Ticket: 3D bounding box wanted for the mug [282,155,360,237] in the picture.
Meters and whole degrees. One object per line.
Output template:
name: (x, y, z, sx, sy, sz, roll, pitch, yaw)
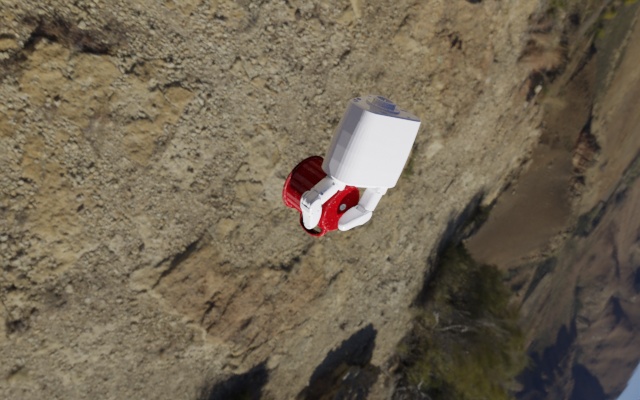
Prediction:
mug: (0.000, 0.004, 0.718, 0.081, 0.117, 0.093, 37, 30, 31)
